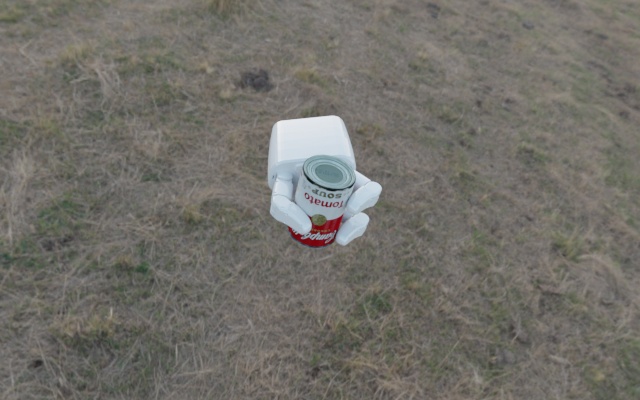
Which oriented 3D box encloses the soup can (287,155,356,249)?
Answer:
[{"bbox_3d":[0.000,0.002,0.601,0.068,0.102,0.068,10,40,-9],"label":"soup can"}]
